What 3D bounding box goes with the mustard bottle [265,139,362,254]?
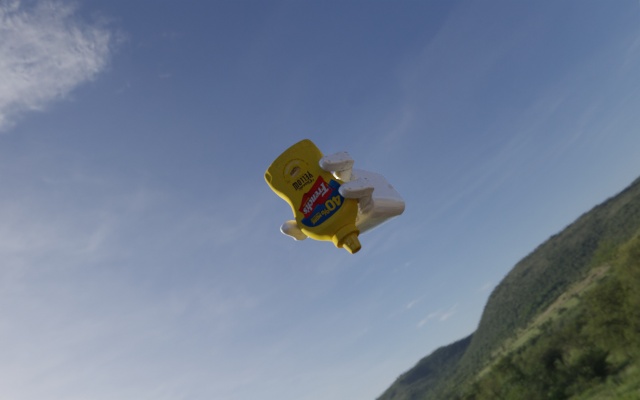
[{"bbox_3d":[0.000,0.002,0.716,0.096,0.191,0.058,-39,-26,4],"label":"mustard bottle"}]
